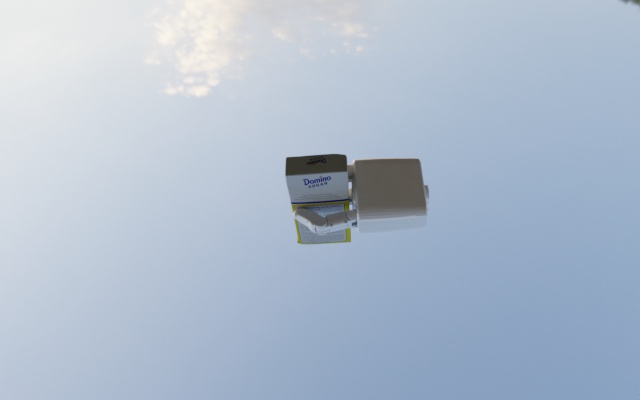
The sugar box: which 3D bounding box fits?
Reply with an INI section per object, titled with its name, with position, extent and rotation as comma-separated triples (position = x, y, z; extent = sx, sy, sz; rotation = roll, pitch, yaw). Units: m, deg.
[sugar box]
position = 0.000, 0.002, 0.760
extent = 0.093, 0.048, 0.176
rotation = -3, -43, 2
